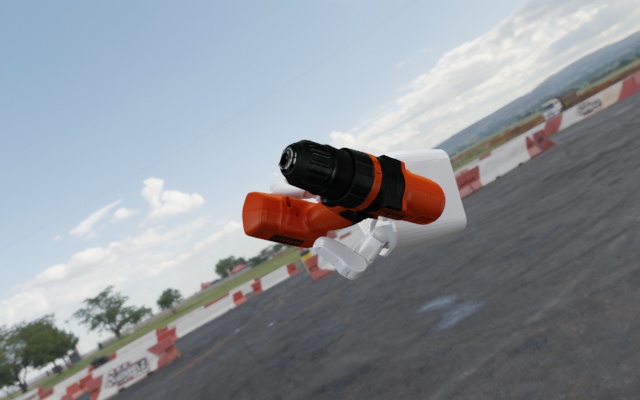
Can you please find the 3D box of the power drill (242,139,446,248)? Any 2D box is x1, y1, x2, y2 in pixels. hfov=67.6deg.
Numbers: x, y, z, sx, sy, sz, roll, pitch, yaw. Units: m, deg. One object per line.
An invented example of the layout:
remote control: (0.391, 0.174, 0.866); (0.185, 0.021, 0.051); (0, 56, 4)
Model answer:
power drill: (0.000, 0.002, 0.475); (0.184, 0.057, 0.188); (17, -21, -36)
